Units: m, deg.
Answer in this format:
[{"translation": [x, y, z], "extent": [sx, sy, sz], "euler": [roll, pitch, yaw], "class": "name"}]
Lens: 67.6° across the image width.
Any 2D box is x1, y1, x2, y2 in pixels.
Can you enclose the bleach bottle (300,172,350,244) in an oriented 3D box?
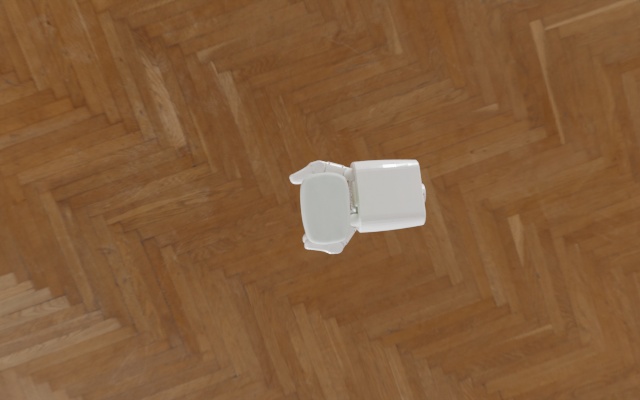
[{"translation": [0.000, 0.003, 0.774], "extent": [0.068, 0.102, 0.251], "euler": [-5, 5, -3], "class": "bleach bottle"}]
